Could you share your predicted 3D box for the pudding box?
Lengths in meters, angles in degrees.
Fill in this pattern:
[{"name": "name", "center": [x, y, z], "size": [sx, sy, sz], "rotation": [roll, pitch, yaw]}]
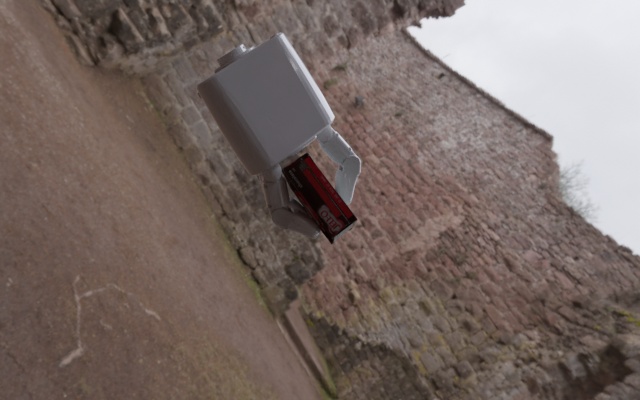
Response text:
[{"name": "pudding box", "center": [0.000, 0.002, 0.539], "size": [0.039, 0.090, 0.113], "rotation": [-35, -8, -2]}]
